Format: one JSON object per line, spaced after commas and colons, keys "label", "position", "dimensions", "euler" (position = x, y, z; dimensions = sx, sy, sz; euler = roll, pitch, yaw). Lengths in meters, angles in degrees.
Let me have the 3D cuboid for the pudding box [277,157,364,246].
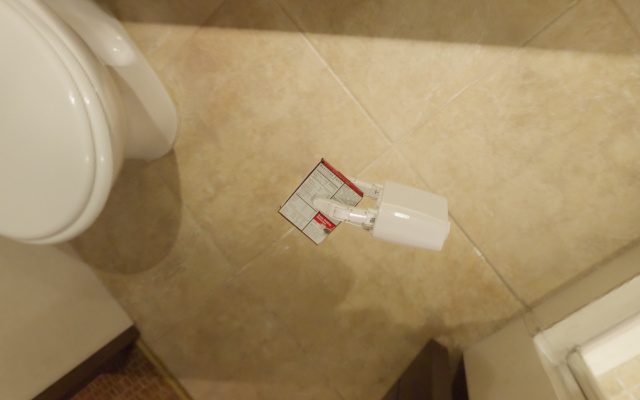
{"label": "pudding box", "position": [0.000, 0.003, 0.761], "dimensions": [0.090, 0.113, 0.039], "euler": [41, 13, -4]}
